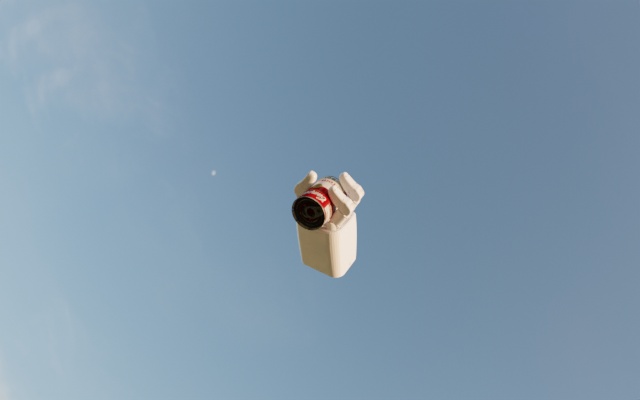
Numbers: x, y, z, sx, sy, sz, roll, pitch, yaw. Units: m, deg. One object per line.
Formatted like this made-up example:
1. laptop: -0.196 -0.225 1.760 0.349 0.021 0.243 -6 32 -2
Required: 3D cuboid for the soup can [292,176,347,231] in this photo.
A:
1. soup can: 0.000 0.002 0.894 0.068 0.068 0.102 0 25 29
